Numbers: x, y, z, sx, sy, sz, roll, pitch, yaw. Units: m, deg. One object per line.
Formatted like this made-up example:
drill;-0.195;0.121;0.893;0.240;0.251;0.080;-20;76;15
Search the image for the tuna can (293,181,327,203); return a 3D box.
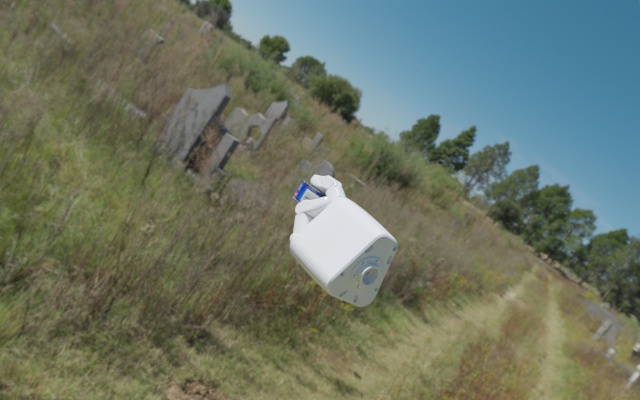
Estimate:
tuna can;0.000;0.002;0.771;0.086;0.034;0.086;31;5;-3
